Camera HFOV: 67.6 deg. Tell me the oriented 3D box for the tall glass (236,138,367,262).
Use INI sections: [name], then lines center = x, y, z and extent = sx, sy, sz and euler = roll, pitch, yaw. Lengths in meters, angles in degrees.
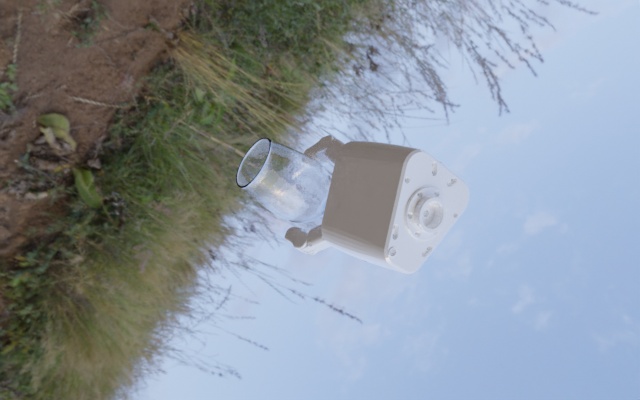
[tall glass]
center = 0.000, 0.002, 0.567
extent = 0.201, 0.079, 0.079
euler = 31, -17, -31
